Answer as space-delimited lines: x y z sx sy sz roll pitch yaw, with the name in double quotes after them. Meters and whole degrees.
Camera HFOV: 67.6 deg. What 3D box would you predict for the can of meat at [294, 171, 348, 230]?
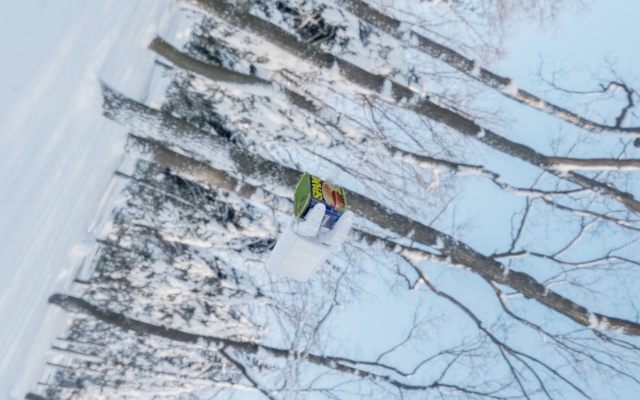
0.000 0.003 0.886 0.084 0.057 0.102 23 30 -19 "can of meat"
